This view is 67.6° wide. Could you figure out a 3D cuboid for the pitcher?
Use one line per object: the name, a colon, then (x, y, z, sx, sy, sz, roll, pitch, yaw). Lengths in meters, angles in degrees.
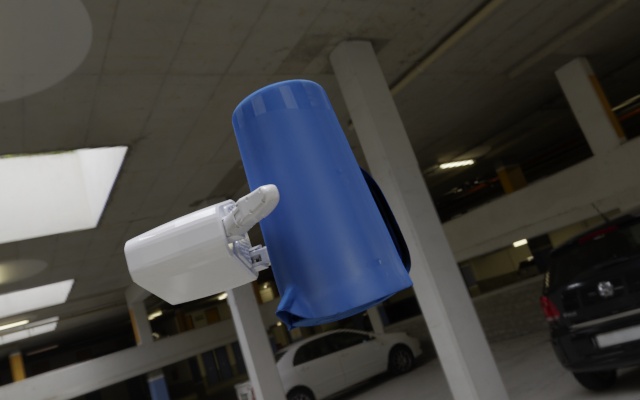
pitcher: (0.000, 0.002, 0.509, 0.145, 0.242, 0.149, -21, -12, 4)
